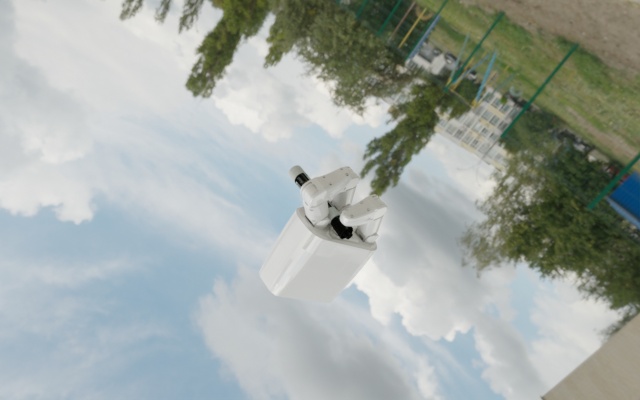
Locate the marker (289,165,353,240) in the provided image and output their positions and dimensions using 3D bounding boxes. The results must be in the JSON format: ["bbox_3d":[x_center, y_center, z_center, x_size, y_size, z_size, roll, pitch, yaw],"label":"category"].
[{"bbox_3d":[0.000,0.002,0.571,0.020,0.020,0.121,0,41,-47],"label":"marker"}]
